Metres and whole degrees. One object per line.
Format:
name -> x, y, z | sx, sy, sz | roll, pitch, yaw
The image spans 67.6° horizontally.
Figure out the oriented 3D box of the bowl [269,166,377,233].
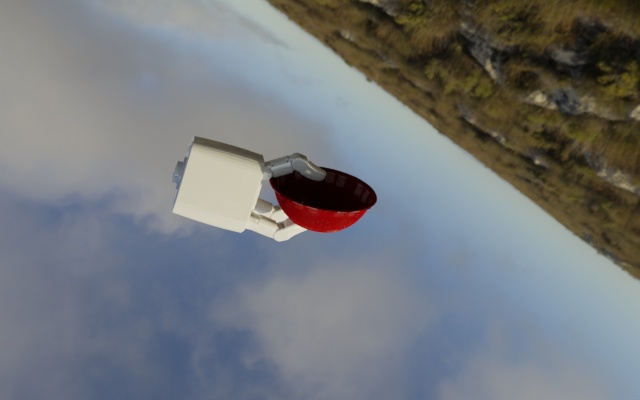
bowl -> 0.001, 0.003, 0.714 | 0.162, 0.055, 0.162 | 9, 24, -4
